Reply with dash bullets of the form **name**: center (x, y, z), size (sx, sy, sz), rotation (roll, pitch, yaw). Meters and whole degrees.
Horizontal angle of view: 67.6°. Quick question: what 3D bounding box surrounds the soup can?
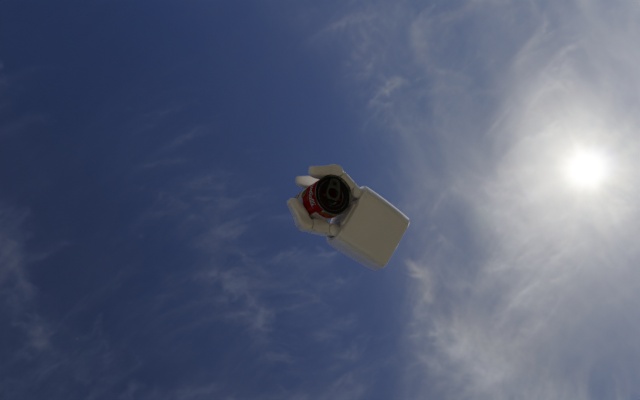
- **soup can**: center (0.000, 0.003, 0.815), size (0.068, 0.068, 0.102), rotation (0, -14, -27)
